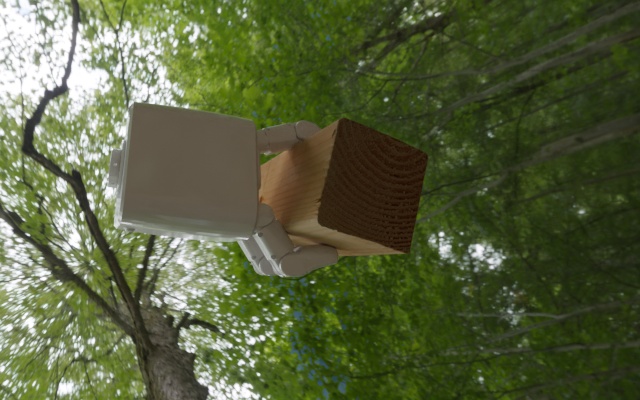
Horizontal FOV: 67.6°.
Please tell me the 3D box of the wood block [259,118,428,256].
[{"bbox_3d":[0.000,0.001,0.468,0.090,0.090,0.206,19,-15,-23],"label":"wood block"}]
